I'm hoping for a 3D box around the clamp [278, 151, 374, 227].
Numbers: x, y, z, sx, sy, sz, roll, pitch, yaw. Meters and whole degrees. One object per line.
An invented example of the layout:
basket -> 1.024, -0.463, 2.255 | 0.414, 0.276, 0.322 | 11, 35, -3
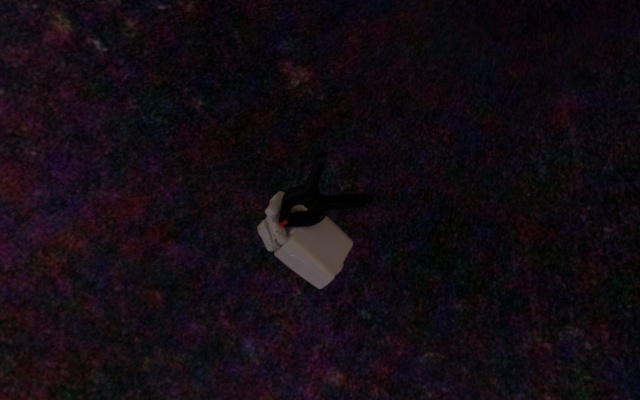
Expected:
clamp -> 0.000, 0.003, 0.787 | 0.171, 0.120, 0.039 | -41, 15, 40
